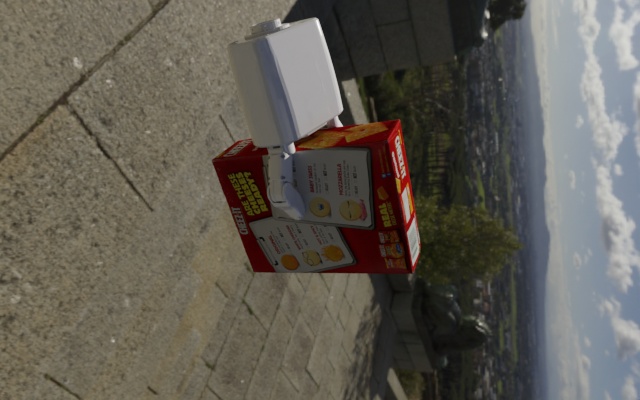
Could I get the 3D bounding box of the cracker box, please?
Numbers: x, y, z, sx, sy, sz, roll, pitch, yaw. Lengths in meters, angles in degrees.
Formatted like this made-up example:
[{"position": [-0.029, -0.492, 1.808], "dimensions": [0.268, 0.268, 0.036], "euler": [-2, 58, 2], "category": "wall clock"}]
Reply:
[{"position": [0.000, 0.002, 0.567], "dimensions": [0.214, 0.164, 0.072], "euler": [-3, 27, 25], "category": "cracker box"}]
